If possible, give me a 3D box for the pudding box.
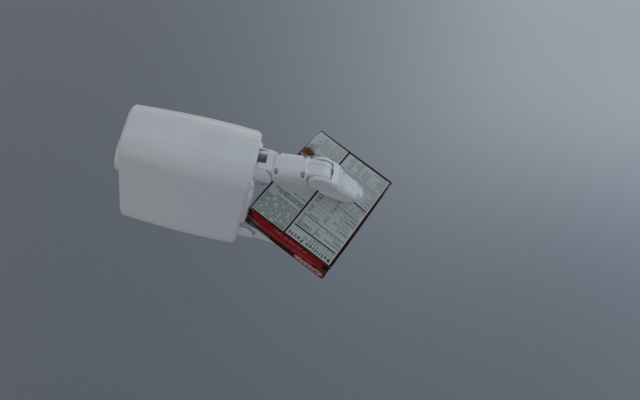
[{"bbox_3d":[0.000,0.001,0.445,0.090,0.113,0.039,38,-25,4],"label":"pudding box"}]
